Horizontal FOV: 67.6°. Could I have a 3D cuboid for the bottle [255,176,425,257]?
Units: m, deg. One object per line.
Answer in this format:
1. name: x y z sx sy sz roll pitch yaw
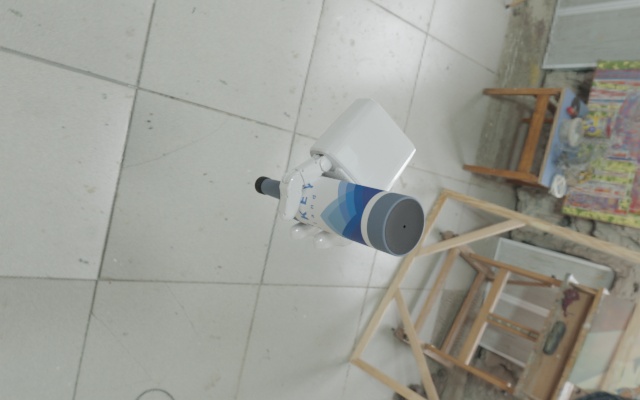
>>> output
1. bottle: 0.000 0.002 0.622 0.069 0.069 0.295 0 10 -39
